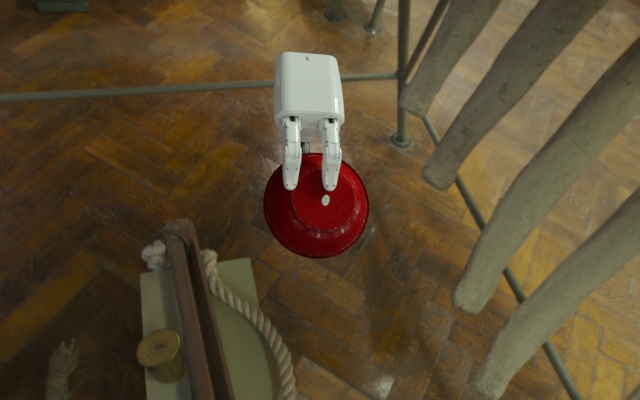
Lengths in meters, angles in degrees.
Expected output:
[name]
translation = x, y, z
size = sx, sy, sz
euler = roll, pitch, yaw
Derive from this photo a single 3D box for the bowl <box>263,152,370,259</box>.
[bowl]
translation = 0.001, 0.003, 0.687
size = 0.162, 0.162, 0.055
euler = 0, -9, -12
